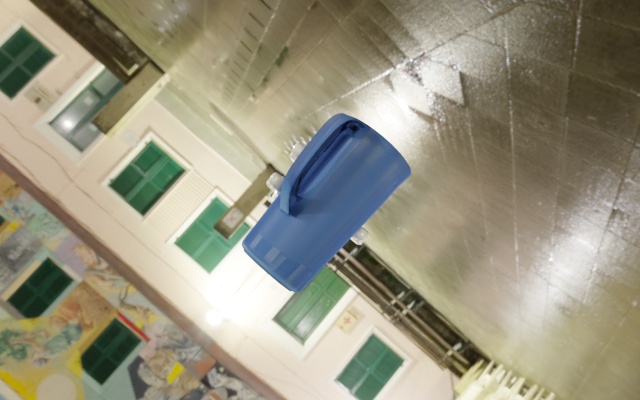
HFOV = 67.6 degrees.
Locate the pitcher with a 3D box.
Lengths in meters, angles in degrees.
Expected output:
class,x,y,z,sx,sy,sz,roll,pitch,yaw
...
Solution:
class,x,y,z,sx,sy,sz,roll,pitch,yaw
pitcher,0.000,0.002,0.671,0.149,0.243,0.145,42,-7,-11
